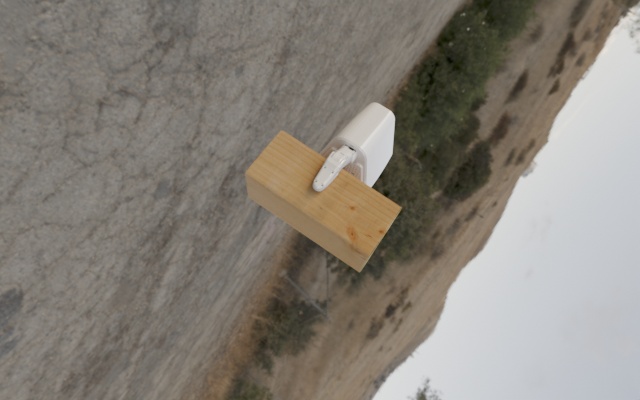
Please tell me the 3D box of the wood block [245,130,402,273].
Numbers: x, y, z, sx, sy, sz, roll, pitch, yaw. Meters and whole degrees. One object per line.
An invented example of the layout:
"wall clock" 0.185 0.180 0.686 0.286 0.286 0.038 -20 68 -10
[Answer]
"wood block" 0.000 0.002 0.696 0.206 0.090 0.091 33 -22 9
